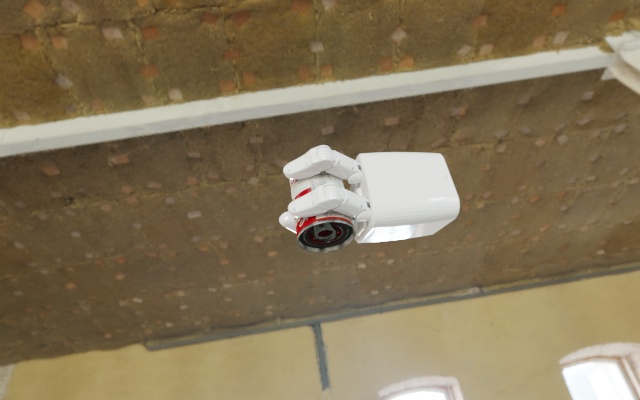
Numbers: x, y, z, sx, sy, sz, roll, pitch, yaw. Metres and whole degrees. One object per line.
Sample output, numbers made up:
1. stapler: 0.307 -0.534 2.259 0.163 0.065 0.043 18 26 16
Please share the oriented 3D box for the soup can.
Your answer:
1. soup can: 0.000 0.002 0.574 0.068 0.102 0.069 -7 -35 -5
